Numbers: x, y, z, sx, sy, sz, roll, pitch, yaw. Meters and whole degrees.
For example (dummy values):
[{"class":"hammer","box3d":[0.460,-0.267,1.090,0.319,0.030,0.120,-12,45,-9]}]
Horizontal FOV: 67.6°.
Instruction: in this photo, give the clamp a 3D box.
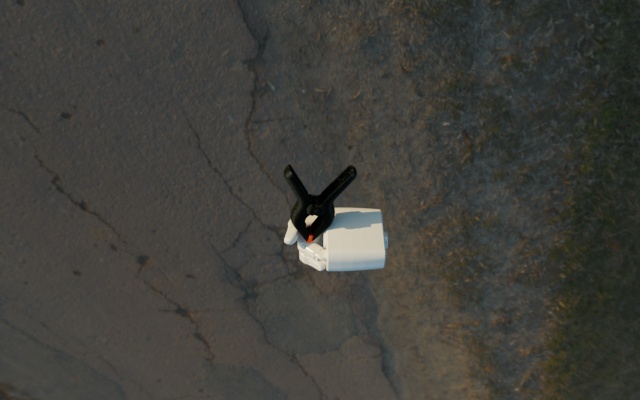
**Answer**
[{"class":"clamp","box3d":[0.000,0.003,0.820,0.120,0.172,0.039,-3,45,-3]}]
